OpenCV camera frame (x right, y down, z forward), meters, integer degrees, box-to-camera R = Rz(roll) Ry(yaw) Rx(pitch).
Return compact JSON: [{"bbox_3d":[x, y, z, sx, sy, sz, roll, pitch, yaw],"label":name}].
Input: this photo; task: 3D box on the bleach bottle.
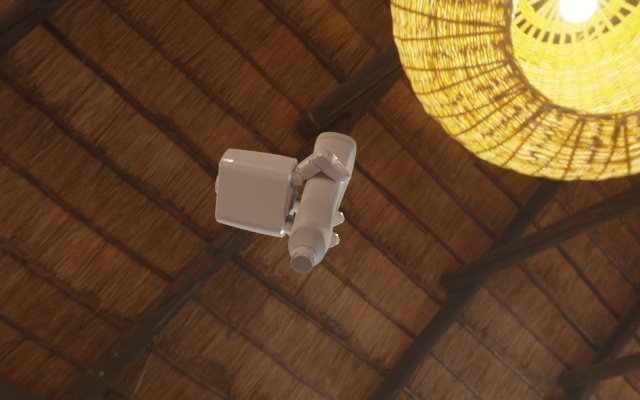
[{"bbox_3d":[0.000,0.002,0.692,0.068,0.103,0.250,12,36,5],"label":"bleach bottle"}]
